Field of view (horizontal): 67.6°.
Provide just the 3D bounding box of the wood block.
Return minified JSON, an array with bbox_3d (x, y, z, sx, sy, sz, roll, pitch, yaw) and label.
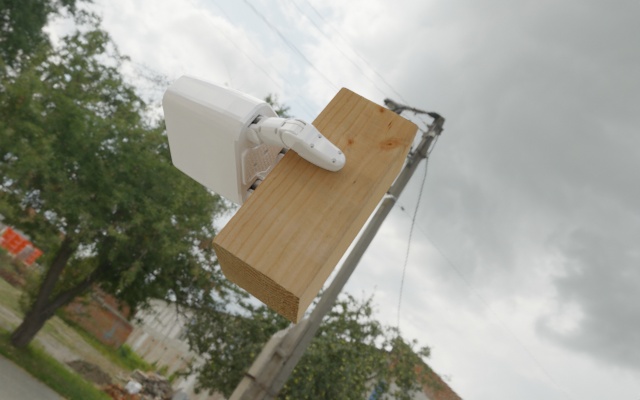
[{"bbox_3d":[0.000,0.001,0.463,0.090,0.206,0.091,31,-25,12],"label":"wood block"}]
